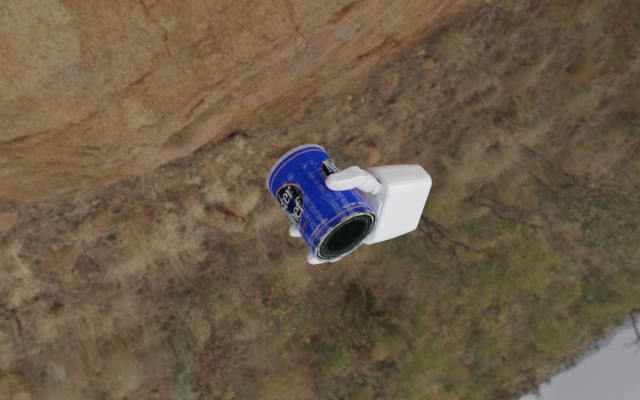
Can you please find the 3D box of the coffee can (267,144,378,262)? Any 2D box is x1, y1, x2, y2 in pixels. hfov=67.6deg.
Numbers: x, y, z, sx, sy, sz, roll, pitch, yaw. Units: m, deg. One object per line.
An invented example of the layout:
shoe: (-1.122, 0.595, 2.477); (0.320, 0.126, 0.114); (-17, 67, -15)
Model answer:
coffee can: (0.000, 0.002, 0.684); (0.103, 0.140, 0.103); (-26, -31, -17)
